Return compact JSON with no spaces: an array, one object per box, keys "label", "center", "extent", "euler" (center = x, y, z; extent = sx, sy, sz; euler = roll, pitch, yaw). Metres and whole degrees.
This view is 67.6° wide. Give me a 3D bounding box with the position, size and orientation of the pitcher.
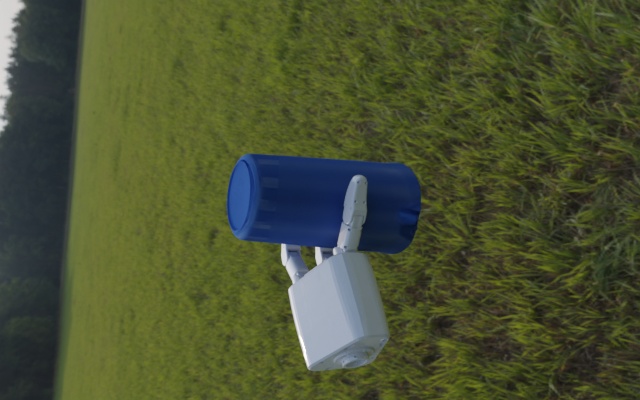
[{"label":"pitcher","center":[0.000,0.002,0.651],"extent":[0.243,0.145,0.149],"euler":[5,-35,-28]}]
